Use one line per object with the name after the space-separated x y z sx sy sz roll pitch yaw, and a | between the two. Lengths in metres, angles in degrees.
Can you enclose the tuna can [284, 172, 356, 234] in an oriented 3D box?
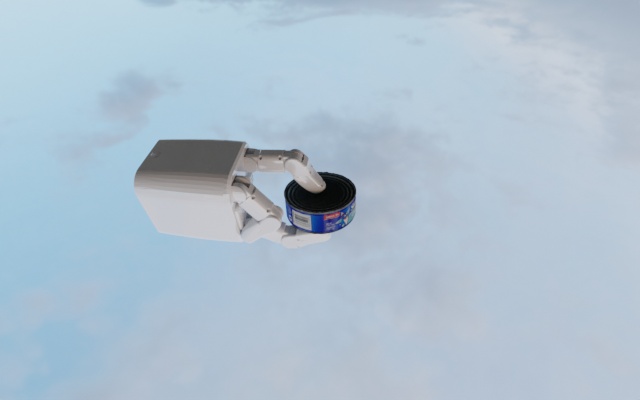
0.000 0.002 0.572 0.086 0.034 0.086 -2 35 1 | tuna can
